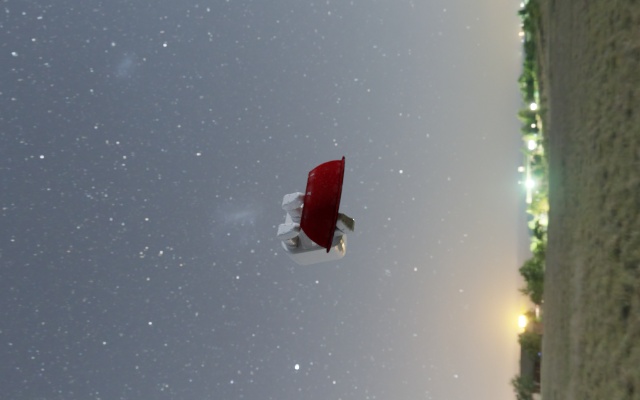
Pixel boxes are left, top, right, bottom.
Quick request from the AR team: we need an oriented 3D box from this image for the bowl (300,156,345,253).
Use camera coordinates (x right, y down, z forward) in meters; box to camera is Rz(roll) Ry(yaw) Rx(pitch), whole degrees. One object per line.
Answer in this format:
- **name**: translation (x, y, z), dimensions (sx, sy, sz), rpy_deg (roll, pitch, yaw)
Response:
- **bowl**: translation (0.000, 0.002, 0.782), dimensions (0.055, 0.162, 0.162), rpy_deg (10, 0, -2)
